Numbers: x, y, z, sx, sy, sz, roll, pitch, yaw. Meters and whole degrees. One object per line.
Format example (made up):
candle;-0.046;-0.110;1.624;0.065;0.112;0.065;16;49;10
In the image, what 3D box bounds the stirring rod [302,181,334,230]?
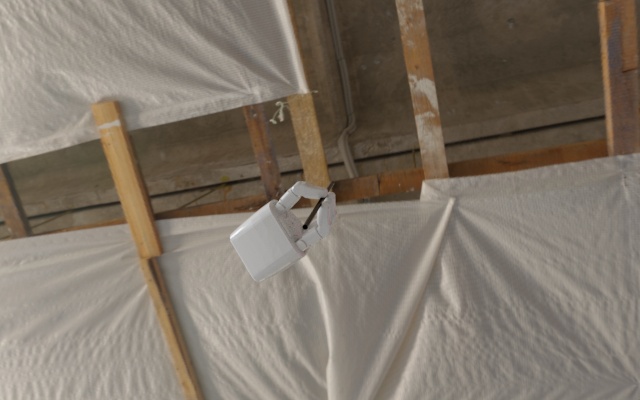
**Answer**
stirring rod;0.000;0.003;0.805;0.011;0.011;0.239;0;18;11
